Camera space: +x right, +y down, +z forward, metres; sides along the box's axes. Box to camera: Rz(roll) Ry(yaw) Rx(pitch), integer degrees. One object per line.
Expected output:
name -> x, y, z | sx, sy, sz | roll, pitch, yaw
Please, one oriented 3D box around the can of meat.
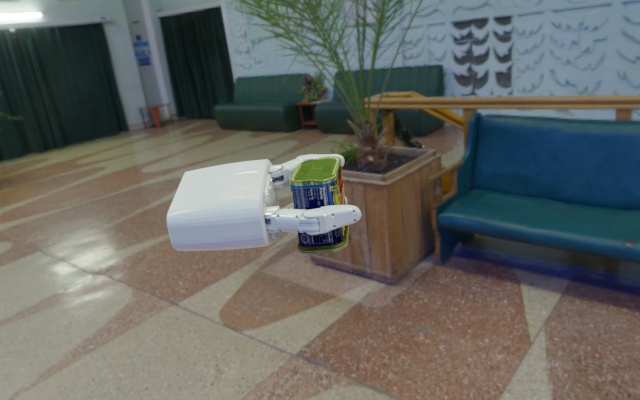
can of meat -> 0.000, 0.002, 0.554 | 0.057, 0.084, 0.102 | -5, 19, 8
